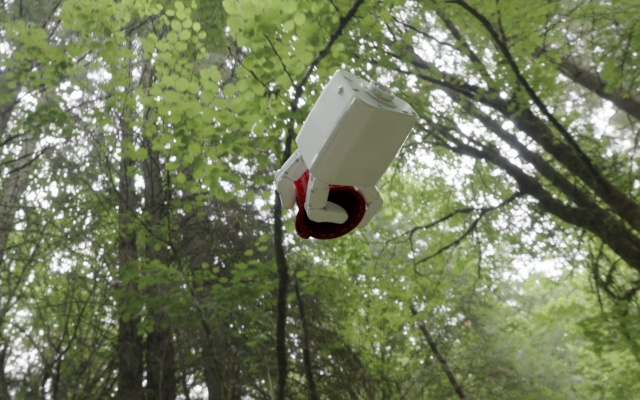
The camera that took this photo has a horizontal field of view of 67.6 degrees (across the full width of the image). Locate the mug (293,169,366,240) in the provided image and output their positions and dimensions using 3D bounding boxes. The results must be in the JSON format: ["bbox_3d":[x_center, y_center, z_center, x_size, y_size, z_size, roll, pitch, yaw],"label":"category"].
[{"bbox_3d":[-0.001,0.003,0.668,0.093,0.117,0.081,18,32,-30],"label":"mug"}]
